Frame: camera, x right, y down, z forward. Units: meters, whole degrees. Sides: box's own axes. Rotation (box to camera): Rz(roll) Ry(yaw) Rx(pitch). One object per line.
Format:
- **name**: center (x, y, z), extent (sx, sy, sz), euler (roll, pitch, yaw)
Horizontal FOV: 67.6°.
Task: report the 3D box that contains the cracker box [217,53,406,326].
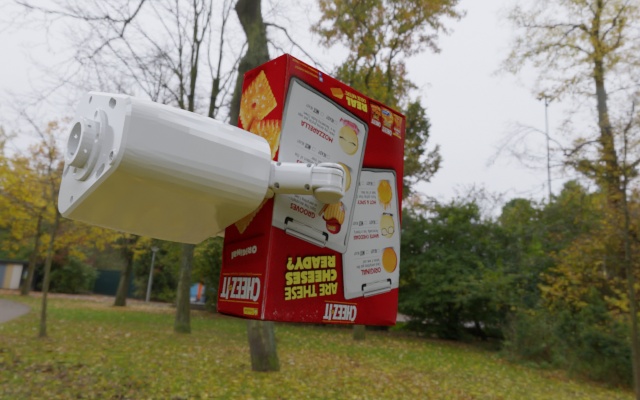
- **cracker box**: center (0.000, 0.001, 0.439), extent (0.164, 0.213, 0.072), euler (16, -16, -42)
